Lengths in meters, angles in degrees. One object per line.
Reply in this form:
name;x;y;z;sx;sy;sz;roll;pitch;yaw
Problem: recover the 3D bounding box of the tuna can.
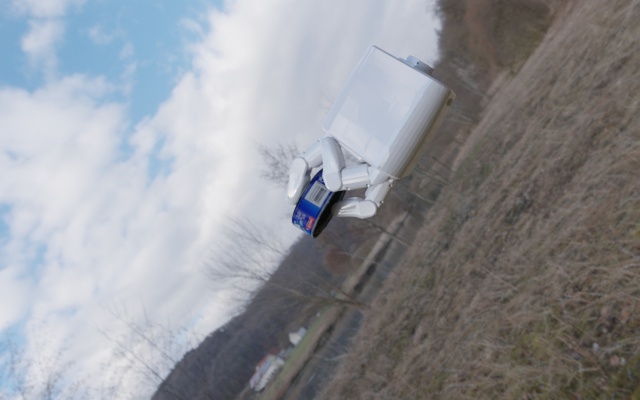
tuna can;0.000;0.002;0.592;0.034;0.086;0.086;31;6;11
